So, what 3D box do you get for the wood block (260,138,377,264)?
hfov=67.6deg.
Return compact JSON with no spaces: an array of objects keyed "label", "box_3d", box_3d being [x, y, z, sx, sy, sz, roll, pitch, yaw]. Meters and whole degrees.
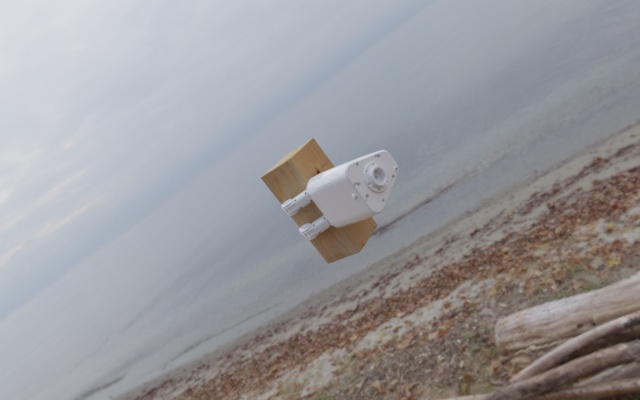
[{"label":"wood block","box_3d":[0.000,0.002,0.883,0.090,0.206,0.090,-27,15,42]}]
